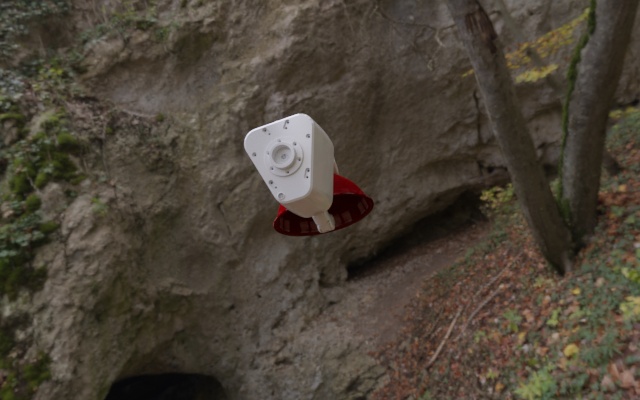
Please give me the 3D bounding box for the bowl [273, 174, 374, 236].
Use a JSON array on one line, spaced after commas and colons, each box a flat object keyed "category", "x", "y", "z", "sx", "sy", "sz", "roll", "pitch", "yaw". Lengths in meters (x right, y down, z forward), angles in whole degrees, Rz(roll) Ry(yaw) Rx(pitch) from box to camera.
[{"category": "bowl", "x": 0.000, "y": 0.003, "z": 0.760, "sx": 0.162, "sy": 0.055, "sz": 0.162, "roll": -12, "pitch": -23, "yaw": -5}]
